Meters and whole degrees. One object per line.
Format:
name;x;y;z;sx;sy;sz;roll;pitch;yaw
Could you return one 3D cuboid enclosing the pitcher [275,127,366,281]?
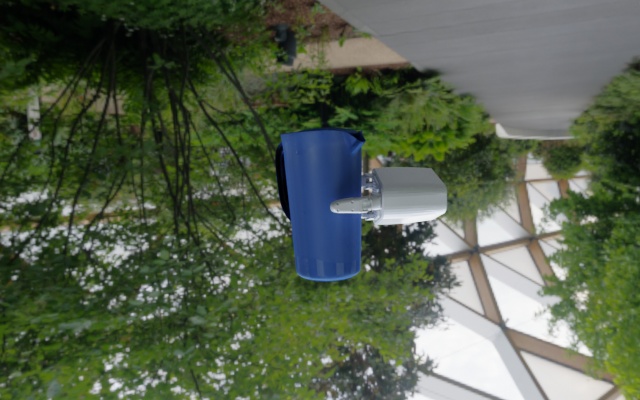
pitcher;0.000;0.003;0.793;0.145;0.243;0.149;-3;5;-4
